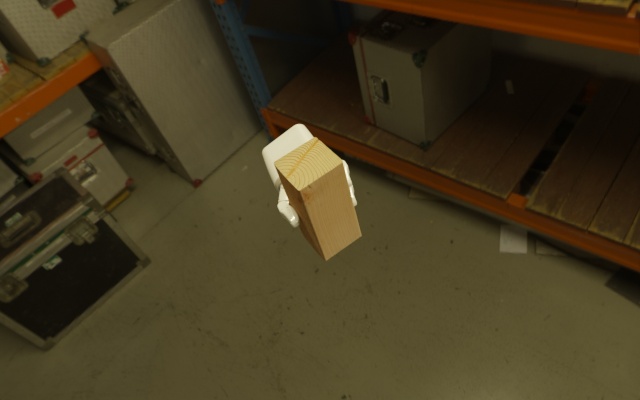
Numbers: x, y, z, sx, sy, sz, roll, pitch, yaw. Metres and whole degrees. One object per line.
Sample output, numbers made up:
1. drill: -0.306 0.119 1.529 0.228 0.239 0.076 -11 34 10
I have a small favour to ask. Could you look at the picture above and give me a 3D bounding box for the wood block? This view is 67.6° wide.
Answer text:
1. wood block: 0.000 0.003 0.863 0.091 0.206 0.090 -33 50 -13
